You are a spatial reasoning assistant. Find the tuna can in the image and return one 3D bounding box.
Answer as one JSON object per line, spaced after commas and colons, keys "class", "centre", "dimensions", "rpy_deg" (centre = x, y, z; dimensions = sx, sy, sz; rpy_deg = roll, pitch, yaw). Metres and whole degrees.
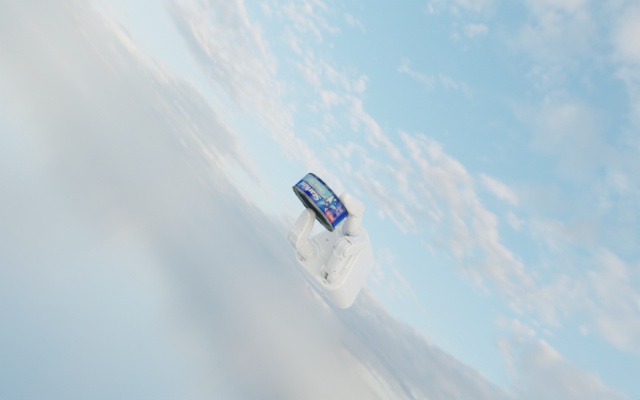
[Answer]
{"class": "tuna can", "centre": [0.001, 0.002, 0.671], "dimensions": [0.034, 0.086, 0.086], "rpy_deg": [-42, 7, -9]}
